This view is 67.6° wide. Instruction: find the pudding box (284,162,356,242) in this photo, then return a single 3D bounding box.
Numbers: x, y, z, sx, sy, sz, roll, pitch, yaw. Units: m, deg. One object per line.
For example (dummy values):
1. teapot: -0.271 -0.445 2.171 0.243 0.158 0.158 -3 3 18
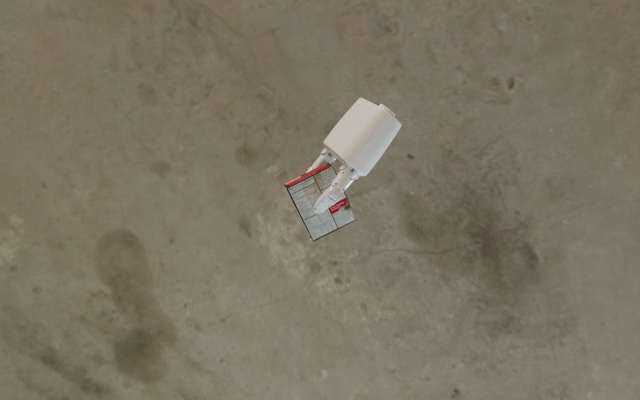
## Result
1. pudding box: 0.000 0.003 0.832 0.090 0.113 0.039 -26 15 -3
